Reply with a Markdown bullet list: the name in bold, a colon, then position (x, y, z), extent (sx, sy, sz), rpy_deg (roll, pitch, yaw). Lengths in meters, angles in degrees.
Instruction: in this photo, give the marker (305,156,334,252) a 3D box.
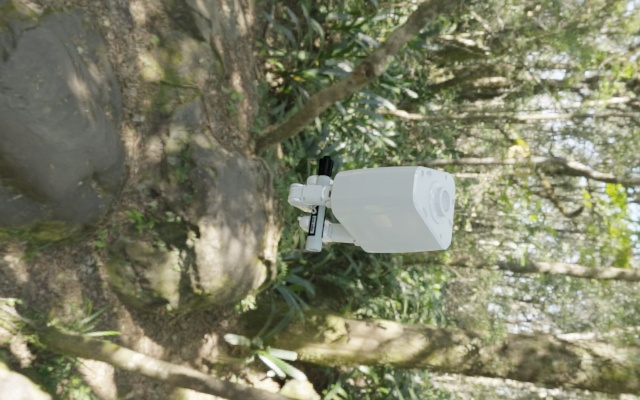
- **marker**: position (0.000, 0.002, 0.586), extent (0.020, 0.121, 0.020), rpy_deg (8, -16, 2)
